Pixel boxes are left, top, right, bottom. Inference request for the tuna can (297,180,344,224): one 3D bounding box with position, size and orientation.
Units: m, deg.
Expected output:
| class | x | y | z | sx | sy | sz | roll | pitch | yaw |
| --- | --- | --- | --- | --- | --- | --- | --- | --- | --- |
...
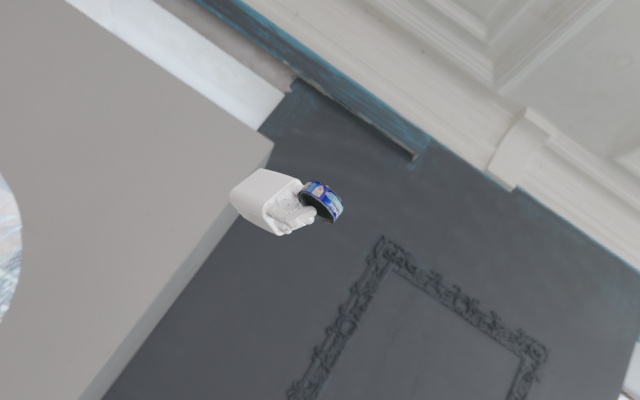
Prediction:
| class | x | y | z | sx | sy | sz | roll | pitch | yaw |
| --- | --- | --- | --- | --- | --- | --- | --- | --- | --- |
| tuna can | 0.001 | 0.002 | 0.879 | 0.086 | 0.033 | 0.086 | 34 | -21 | 15 |
